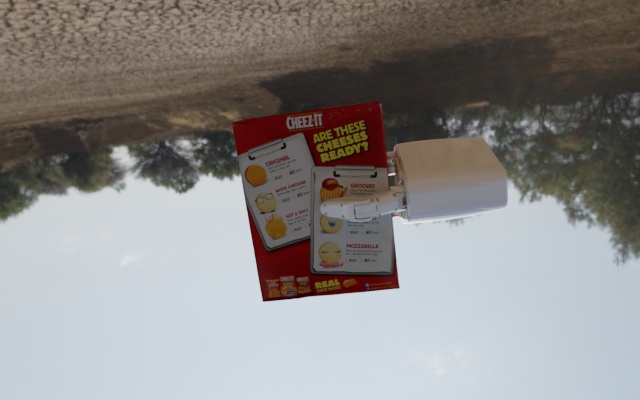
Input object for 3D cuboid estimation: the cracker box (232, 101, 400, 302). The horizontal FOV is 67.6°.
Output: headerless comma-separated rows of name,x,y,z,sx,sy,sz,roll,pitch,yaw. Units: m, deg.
cracker box,0.000,0.002,0.559,0.164,0.214,0.072,-7,13,5
